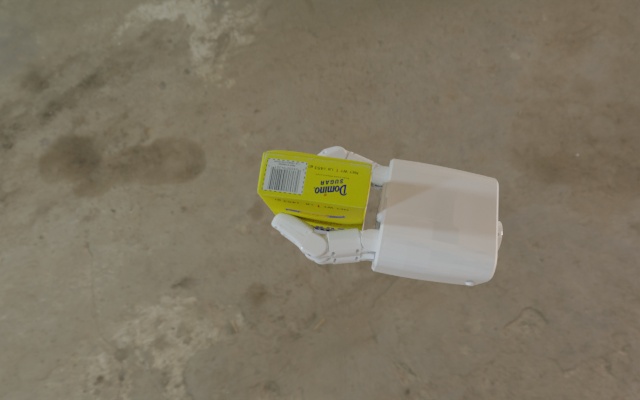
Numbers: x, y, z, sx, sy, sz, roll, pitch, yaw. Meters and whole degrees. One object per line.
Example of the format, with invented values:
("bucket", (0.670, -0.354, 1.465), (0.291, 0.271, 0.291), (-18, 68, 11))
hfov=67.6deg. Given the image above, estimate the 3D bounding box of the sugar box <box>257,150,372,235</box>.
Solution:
("sugar box", (0.000, 0.002, 0.474), (0.093, 0.048, 0.176), (9, -14, 6))
